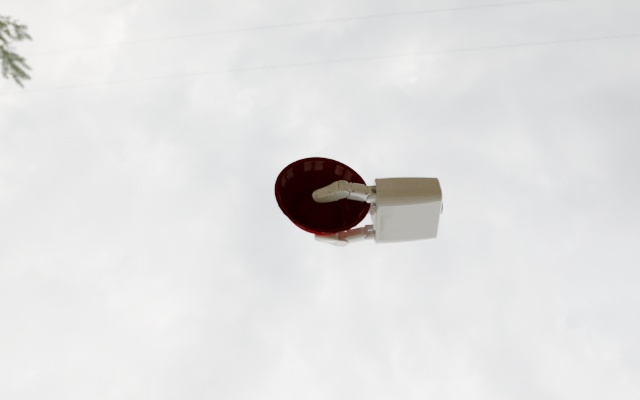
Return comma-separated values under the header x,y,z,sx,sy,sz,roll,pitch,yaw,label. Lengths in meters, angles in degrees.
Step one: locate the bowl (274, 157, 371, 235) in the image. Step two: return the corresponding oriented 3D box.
x,y,z,sx,sy,sz,roll,pitch,yaw,label
-0.001,0.003,0.804,0.162,0.162,0.055,0,-38,-12,bowl
